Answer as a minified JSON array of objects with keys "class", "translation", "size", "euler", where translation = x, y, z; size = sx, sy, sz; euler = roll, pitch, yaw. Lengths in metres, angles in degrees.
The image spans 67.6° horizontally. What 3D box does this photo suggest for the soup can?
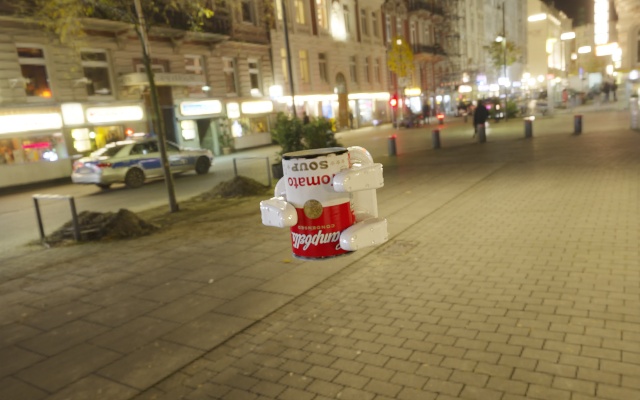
[{"class":"soup can","translation":[0.000,0.001,0.476],"size":[0.068,0.102,0.068],"euler":[-6,10,1]}]
